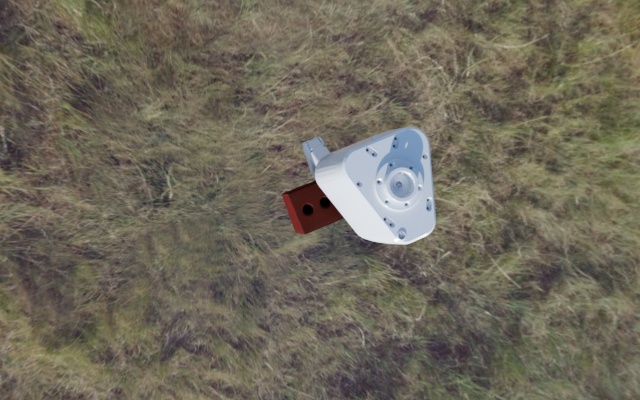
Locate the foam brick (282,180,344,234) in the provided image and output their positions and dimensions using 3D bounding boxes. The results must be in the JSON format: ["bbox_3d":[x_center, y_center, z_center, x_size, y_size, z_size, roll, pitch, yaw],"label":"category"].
[{"bbox_3d":[0.000,0.002,0.576,0.078,0.053,0.051,-23,6,-12],"label":"foam brick"}]
